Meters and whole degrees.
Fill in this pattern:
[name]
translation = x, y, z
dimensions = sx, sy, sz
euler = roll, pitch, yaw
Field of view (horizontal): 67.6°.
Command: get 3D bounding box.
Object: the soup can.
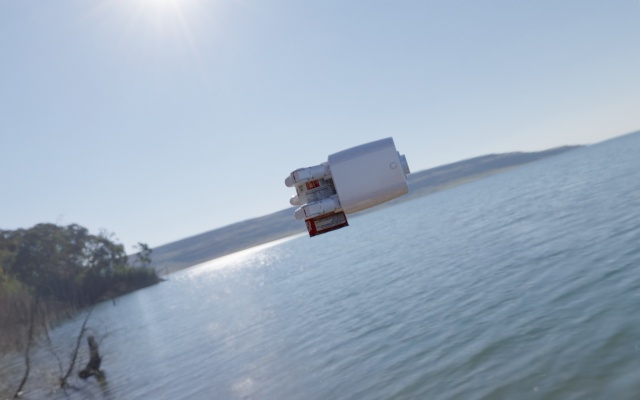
[soup can]
translation = 0.000, 0.002, 0.779
dimensions = 0.068, 0.102, 0.068
euler = -17, -3, -1
